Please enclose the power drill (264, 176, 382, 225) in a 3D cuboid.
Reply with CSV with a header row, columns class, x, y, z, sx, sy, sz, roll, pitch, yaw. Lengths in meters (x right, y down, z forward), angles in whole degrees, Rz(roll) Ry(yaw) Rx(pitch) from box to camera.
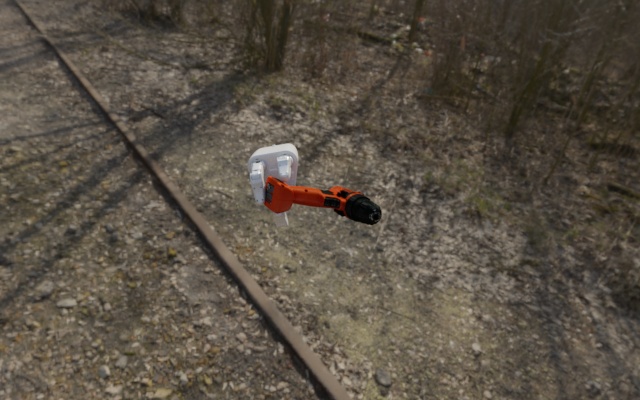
class,x,y,z,sx,sy,sz,roll,pitch,yaw
power drill,0.000,0.003,0.874,0.187,0.057,0.184,8,7,-23
